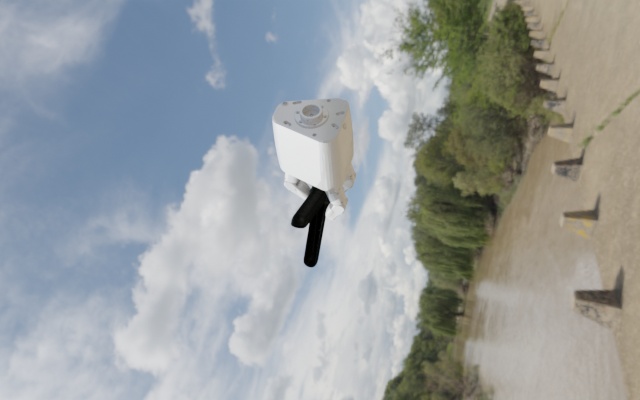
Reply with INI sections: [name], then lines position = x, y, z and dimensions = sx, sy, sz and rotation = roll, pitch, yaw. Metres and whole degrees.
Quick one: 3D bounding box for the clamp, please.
[clamp]
position = -0.001, 0.002, 0.820
dimensions = 0.036, 0.209, 0.165
rotation = 12, -35, 12
